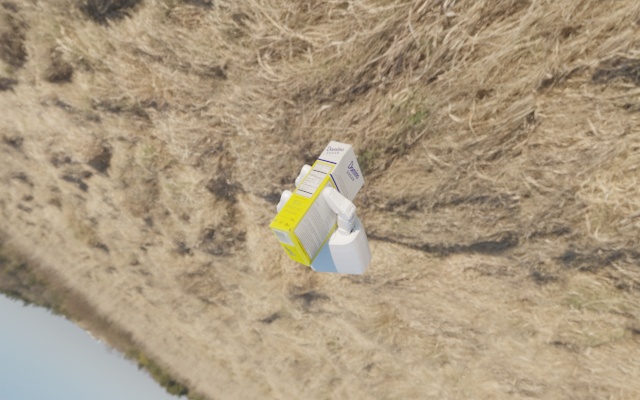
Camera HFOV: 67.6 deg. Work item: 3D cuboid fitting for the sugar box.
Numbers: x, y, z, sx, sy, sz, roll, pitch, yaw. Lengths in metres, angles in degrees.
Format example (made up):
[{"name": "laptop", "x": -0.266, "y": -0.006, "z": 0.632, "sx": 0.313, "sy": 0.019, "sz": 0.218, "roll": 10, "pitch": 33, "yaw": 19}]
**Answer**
[{"name": "sugar box", "x": 0.000, "y": 0.002, "z": 0.735, "sx": 0.048, "sy": 0.176, "sz": 0.093, "roll": 15, "pitch": -32, "yaw": 31}]
